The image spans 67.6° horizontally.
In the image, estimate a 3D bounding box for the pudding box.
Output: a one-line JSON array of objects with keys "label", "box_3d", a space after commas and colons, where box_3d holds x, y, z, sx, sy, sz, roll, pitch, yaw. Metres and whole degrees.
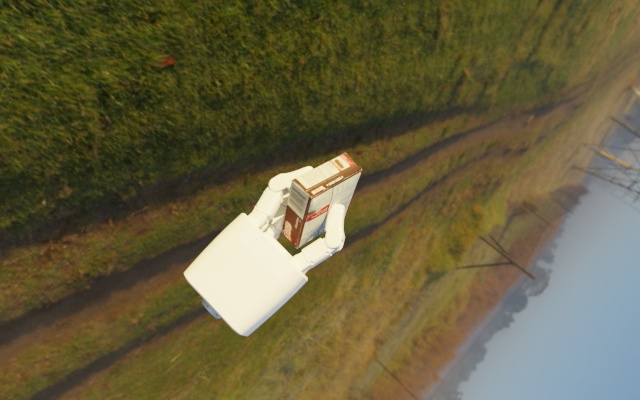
[{"label": "pudding box", "box_3d": [0.000, 0.002, 0.621, 0.090, 0.039, 0.114, -30, -25, -32]}]
